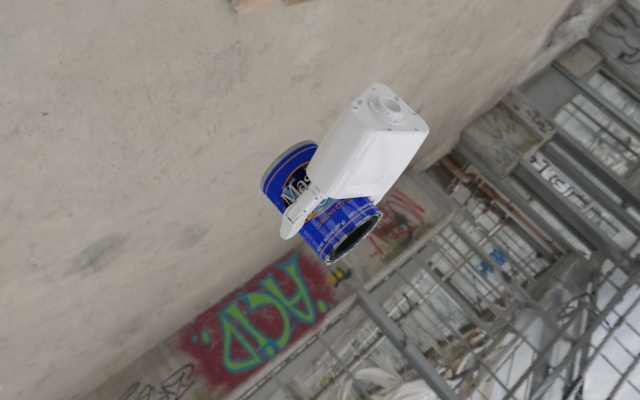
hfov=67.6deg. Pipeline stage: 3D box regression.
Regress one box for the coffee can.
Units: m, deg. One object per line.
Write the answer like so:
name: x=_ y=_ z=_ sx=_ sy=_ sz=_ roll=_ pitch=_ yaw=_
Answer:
coffee can: x=0.000 y=0.002 z=0.651 sx=0.103 sy=0.140 sz=0.103 roll=-38 pitch=-17 yaw=-14
